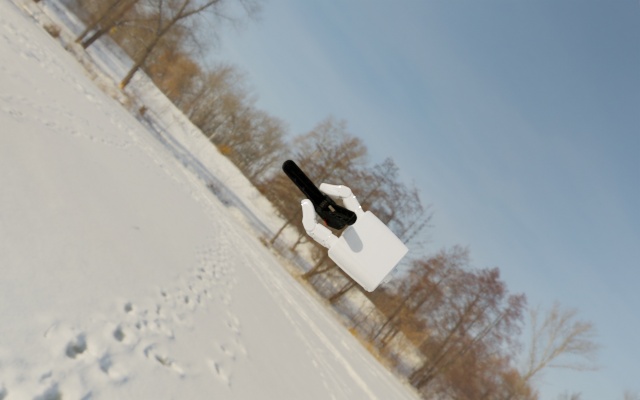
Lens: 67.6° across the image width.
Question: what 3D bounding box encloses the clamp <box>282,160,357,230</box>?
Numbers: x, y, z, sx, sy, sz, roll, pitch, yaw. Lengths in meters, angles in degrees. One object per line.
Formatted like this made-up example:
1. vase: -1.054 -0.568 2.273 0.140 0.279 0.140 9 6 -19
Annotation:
1. clamp: 0.001 0.003 0.897 0.164 0.036 0.210 42 -8 10
